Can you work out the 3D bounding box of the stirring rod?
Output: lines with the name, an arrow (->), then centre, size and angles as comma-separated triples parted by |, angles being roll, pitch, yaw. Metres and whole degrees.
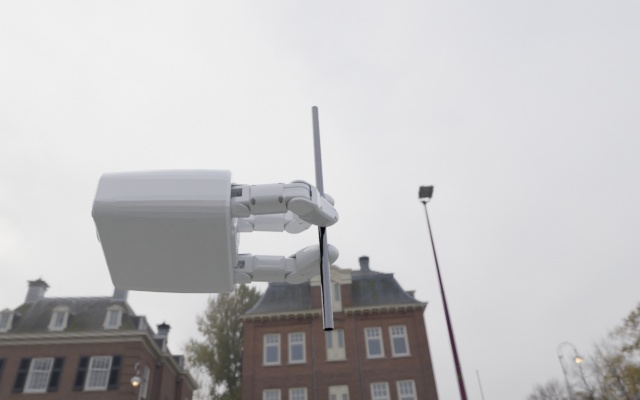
stirring rod -> 0.000, 0.002, 0.440 | 0.011, 0.239, 0.011 | -2, -34, -2
